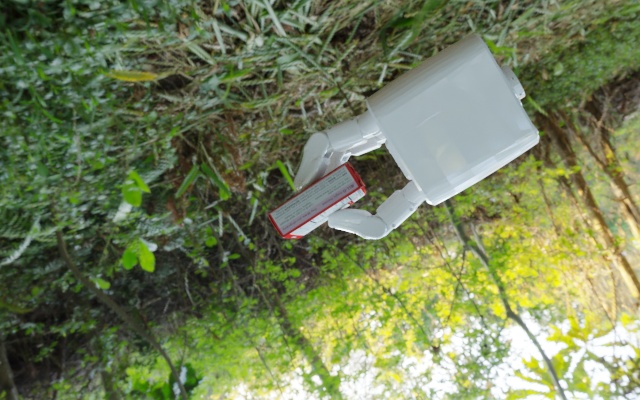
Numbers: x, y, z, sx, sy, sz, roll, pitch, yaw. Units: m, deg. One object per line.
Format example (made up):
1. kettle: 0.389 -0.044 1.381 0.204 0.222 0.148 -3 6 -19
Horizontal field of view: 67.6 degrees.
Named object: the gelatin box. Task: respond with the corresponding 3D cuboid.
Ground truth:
1. gelatin box: 0.000 0.002 0.458 0.089 0.030 0.073 -34 -8 5
